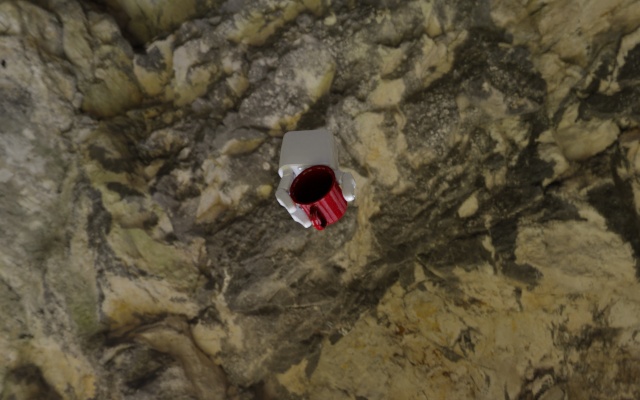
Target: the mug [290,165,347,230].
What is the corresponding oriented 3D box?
[{"bbox_3d":[0.000,0.004,0.897,0.093,0.117,0.081,-13,-41,20],"label":"mug"}]
